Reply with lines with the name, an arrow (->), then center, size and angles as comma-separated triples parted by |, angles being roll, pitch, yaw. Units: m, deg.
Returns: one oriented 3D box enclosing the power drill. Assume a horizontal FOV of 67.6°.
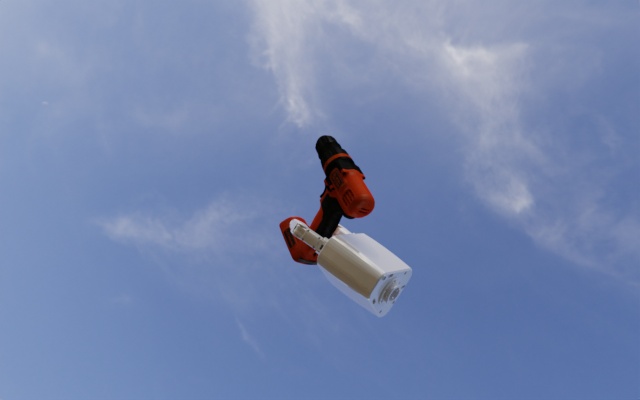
power drill -> 0.000, 0.003, 0.813 | 0.057, 0.188, 0.184 | 12, 36, -34
